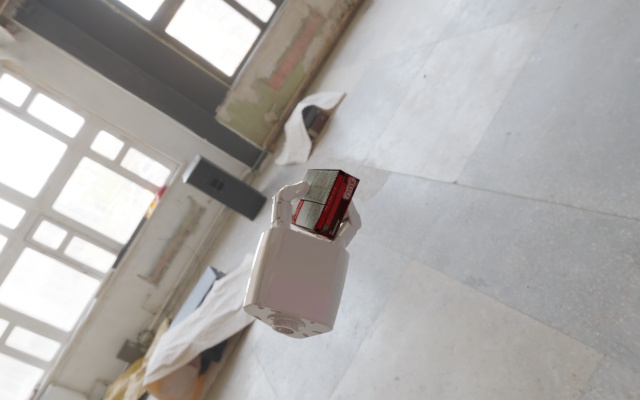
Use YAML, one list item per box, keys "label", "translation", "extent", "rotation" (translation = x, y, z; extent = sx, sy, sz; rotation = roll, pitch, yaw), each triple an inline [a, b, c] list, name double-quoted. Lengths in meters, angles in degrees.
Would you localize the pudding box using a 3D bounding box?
- label: "pudding box"
  translation: [0.000, 0.002, 0.667]
  extent: [0.039, 0.090, 0.113]
  rotation: [28, -7, -25]
